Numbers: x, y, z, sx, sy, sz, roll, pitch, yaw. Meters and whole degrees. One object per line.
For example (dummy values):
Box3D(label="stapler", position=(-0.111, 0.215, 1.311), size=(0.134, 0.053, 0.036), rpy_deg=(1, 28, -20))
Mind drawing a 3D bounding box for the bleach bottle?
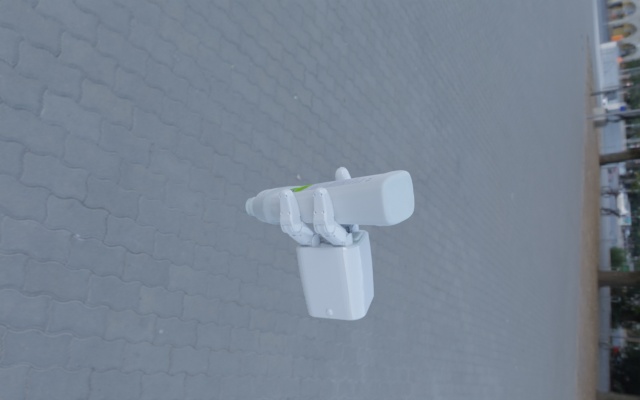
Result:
Box3D(label="bleach bottle", position=(0.000, 0.002, 0.695), size=(0.251, 0.068, 0.102), rpy_deg=(-3, 8, 33))
